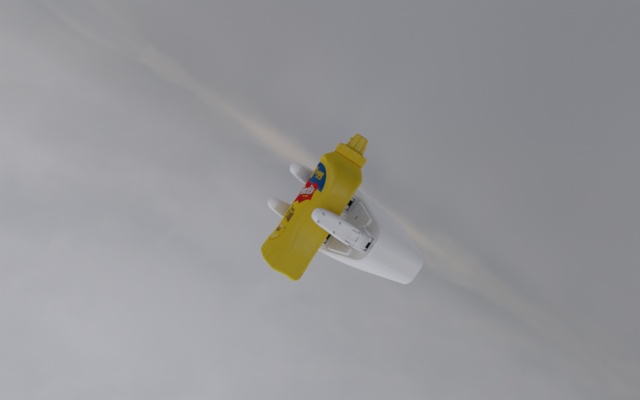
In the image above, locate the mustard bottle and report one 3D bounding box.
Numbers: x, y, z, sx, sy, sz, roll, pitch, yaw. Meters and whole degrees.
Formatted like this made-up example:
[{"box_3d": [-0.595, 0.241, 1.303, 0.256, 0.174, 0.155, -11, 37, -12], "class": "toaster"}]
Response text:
[{"box_3d": [0.000, 0.002, 0.596, 0.058, 0.191, 0.096, 33, 3, -15], "class": "mustard bottle"}]
